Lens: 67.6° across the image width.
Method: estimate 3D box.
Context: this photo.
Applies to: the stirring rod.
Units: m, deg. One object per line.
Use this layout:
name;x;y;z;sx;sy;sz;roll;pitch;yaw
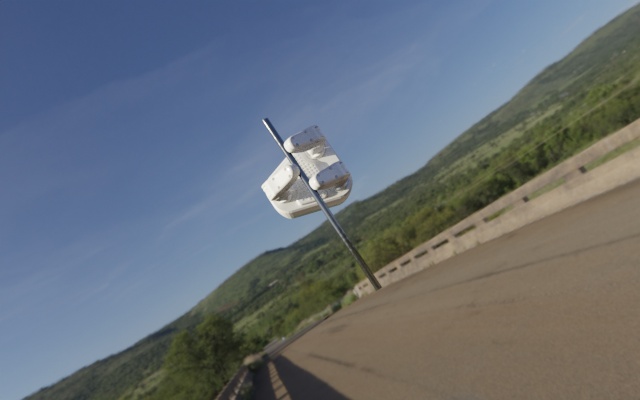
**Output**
stirring rod;0.000;0.002;0.559;0.011;0.239;0.011;-33;-7;-5
